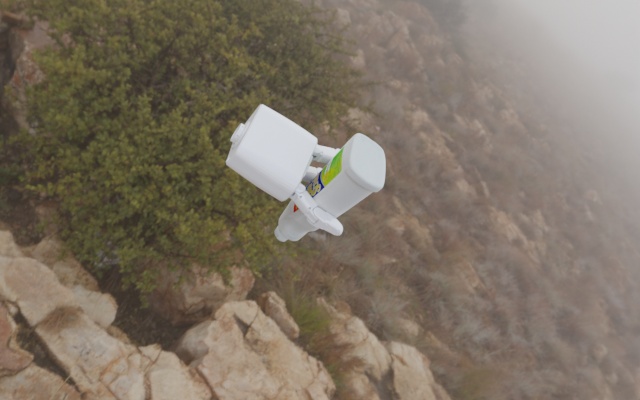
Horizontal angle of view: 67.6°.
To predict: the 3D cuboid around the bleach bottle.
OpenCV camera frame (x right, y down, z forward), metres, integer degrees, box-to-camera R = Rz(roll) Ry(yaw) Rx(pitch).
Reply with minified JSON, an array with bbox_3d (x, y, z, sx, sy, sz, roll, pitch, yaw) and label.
[{"bbox_3d":[0.000,0.002,0.779,0.068,0.102,0.251,32,-48,-19],"label":"bleach bottle"}]
